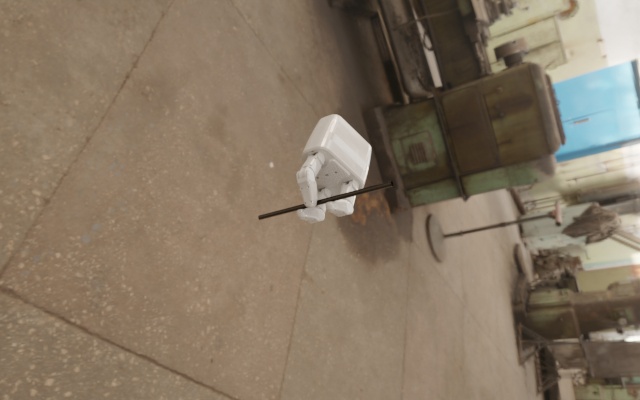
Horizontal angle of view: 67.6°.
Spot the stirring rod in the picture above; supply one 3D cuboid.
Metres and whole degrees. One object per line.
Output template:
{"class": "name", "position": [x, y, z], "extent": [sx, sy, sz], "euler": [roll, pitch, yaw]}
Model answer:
{"class": "stirring rod", "position": [0.000, 0.002, 0.733], "extent": [0.239, 0.011, 0.011], "euler": [-15, -7, 30]}
